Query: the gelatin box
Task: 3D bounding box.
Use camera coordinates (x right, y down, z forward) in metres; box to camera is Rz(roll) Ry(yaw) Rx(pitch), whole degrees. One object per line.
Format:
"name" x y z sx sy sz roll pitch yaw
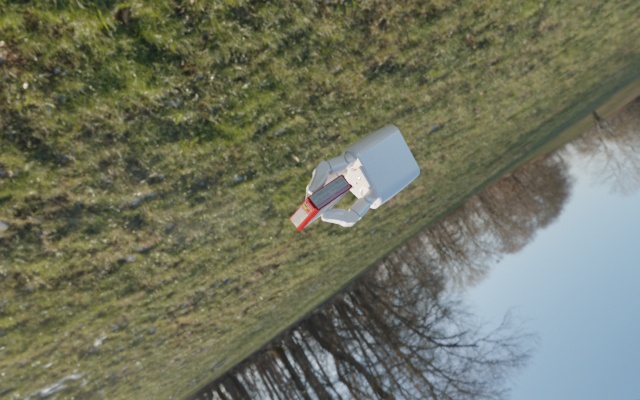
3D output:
"gelatin box" 0.000 0.003 0.763 0.089 0.030 0.073 -35 -7 -39
